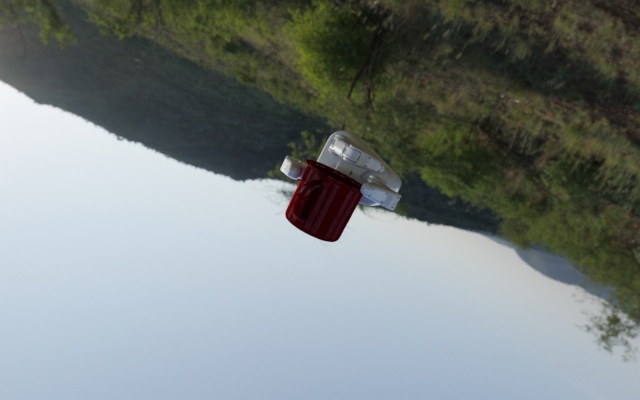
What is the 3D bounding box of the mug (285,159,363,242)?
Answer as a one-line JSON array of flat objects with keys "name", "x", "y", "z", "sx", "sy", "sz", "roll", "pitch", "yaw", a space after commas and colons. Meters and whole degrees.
[{"name": "mug", "x": -0.001, "y": 0.002, "z": 0.621, "sx": 0.093, "sy": 0.081, "sz": 0.117, "roll": 31, "pitch": 11, "yaw": 20}]
